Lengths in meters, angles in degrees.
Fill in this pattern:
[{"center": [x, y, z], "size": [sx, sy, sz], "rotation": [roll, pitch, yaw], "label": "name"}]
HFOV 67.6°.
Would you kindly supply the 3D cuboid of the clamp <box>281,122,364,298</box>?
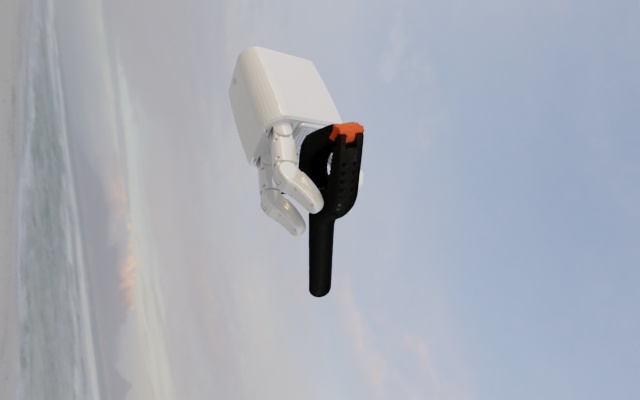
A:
[{"center": [0.001, 0.001, 0.514], "size": [0.036, 0.164, 0.210], "rotation": [-11, -25, -28], "label": "clamp"}]
